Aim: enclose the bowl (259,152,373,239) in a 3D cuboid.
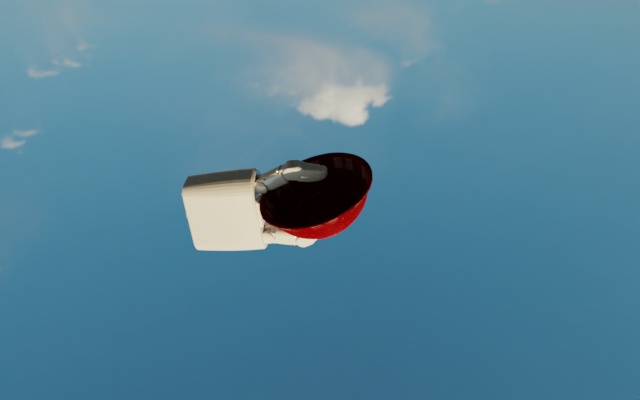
[{"bbox_3d":[0.001,0.002,0.658,0.162,0.055,0.162,-15,36,11],"label":"bowl"}]
